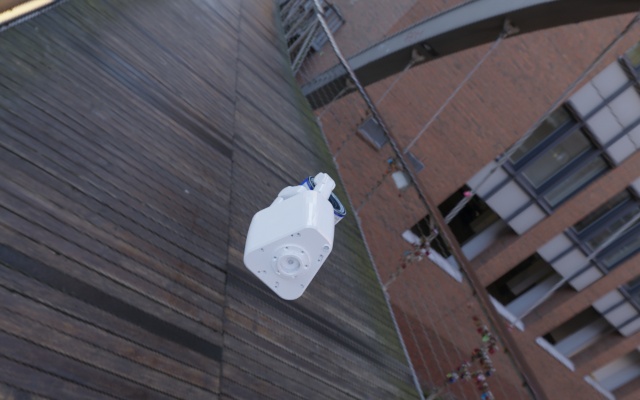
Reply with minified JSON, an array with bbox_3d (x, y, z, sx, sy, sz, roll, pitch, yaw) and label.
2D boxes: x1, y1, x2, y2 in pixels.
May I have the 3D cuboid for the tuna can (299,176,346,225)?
[{"bbox_3d":[0.001,0.002,0.759,0.034,0.086,0.086,-44,-13,14],"label":"tuna can"}]
